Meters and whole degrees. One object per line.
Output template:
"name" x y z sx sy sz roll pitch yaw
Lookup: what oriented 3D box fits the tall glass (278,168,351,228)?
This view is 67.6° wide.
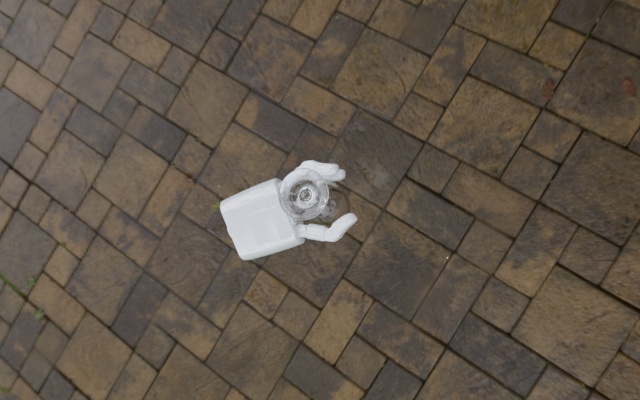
"tall glass" 0.000 0.002 0.768 0.079 0.079 0.201 0 -7 15
